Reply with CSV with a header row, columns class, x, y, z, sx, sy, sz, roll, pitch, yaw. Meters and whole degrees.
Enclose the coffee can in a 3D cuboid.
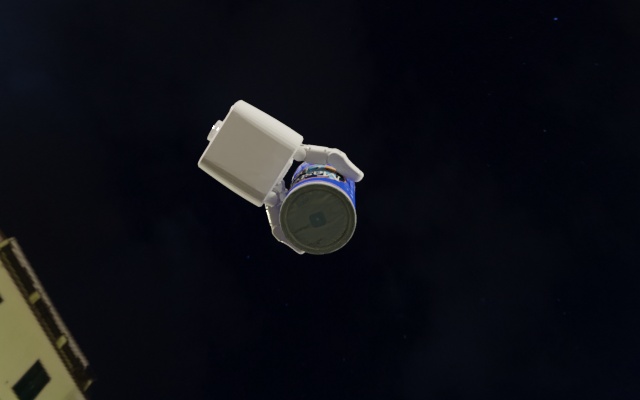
class,x,y,z,sx,sy,sz,roll,pitch,yaw
coffee can,0.000,0.002,0.699,0.103,0.103,0.140,0,20,4
